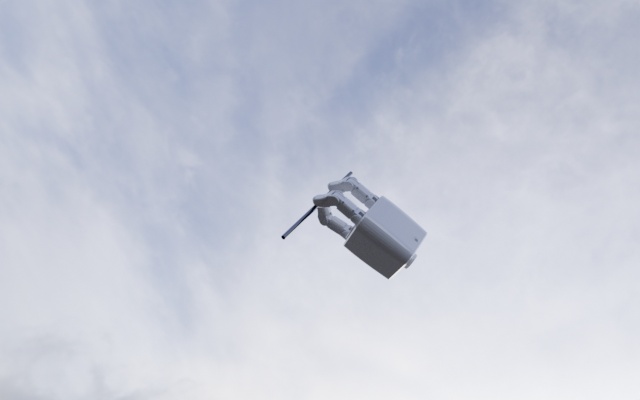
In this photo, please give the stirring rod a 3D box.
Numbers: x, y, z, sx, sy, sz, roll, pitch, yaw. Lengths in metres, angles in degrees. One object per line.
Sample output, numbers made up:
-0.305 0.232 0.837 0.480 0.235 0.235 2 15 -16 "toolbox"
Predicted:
0.000 0.003 0.855 0.011 0.011 0.239 0 28 35 "stirring rod"
